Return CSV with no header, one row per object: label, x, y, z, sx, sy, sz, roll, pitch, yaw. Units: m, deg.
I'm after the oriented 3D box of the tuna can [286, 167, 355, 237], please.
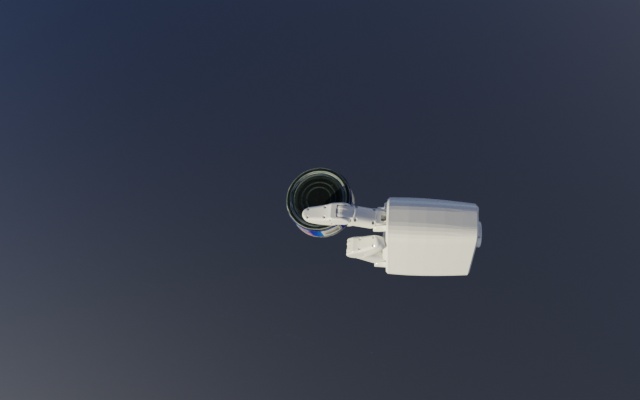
tuna can,0.000,0.002,0.612,0.086,0.086,0.034,0,-18,12
